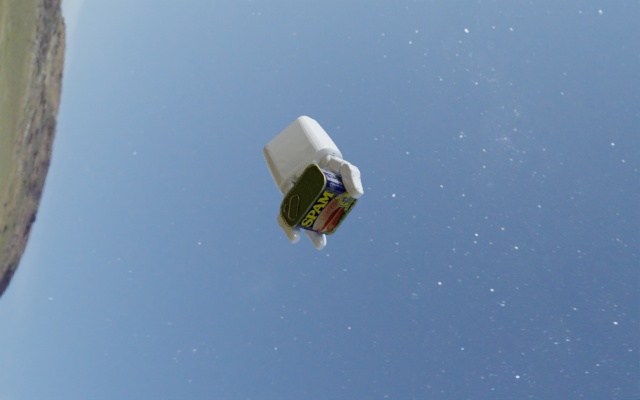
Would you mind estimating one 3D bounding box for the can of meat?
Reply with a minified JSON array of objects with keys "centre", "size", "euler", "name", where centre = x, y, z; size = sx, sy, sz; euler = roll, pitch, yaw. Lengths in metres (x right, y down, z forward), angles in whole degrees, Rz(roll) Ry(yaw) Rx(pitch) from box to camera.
[{"centre":[0.000,0.002,0.748],"size":[0.084,0.102,0.057],"euler":[18,27,-41],"name":"can of meat"}]
